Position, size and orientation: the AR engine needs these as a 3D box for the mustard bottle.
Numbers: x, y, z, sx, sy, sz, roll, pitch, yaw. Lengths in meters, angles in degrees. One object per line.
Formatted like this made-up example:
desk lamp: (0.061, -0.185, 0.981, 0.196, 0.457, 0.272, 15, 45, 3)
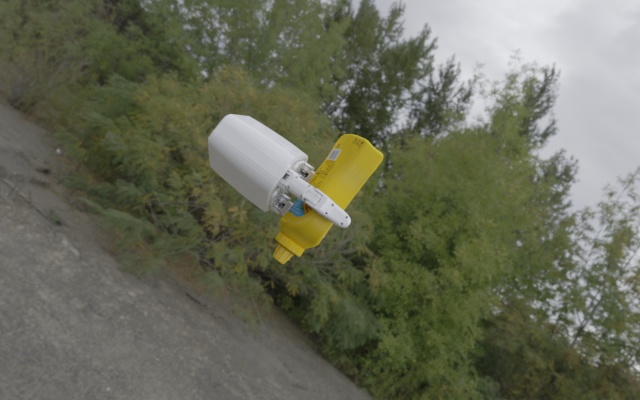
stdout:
mustard bottle: (0.001, 0.002, 0.635, 0.058, 0.191, 0.096, 39, -5, -21)
